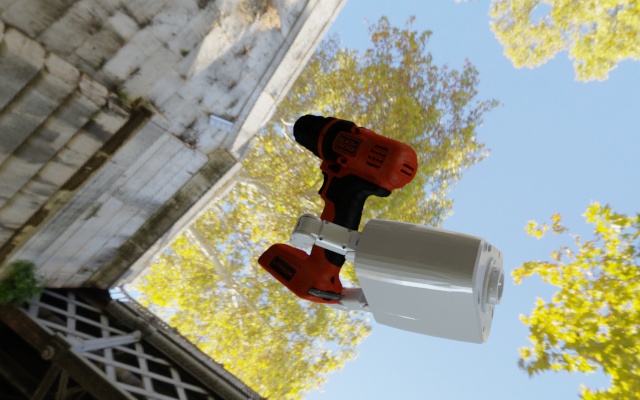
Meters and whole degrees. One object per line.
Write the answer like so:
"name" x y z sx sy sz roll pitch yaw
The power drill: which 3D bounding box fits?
"power drill" 0.000 0.002 0.521 0.057 0.187 0.184 19 7 -40
